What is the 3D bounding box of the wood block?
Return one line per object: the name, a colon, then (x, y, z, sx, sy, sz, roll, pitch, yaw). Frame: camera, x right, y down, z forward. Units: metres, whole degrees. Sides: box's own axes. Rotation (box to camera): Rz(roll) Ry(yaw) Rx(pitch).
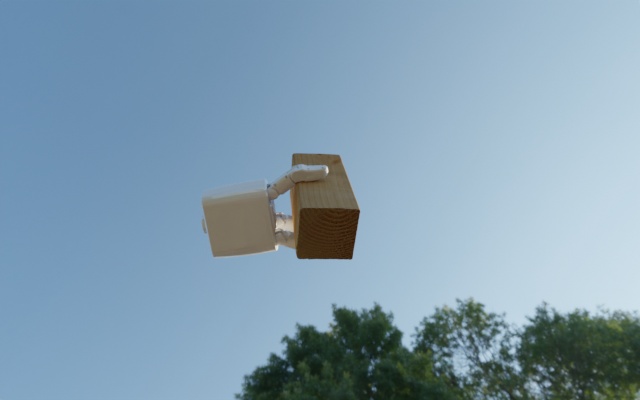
wood block: (0.000, 0.002, 0.793, 0.090, 0.091, 0.206, 2, 28, -8)
